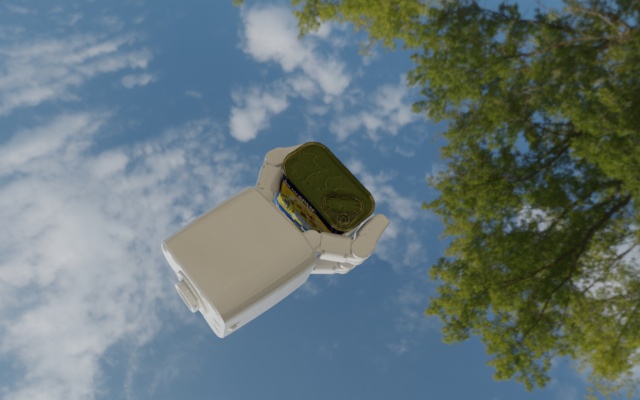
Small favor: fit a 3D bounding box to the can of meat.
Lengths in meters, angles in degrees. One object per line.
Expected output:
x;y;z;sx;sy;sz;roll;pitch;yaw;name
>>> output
0.000;0.002;0.514;0.057;0.102;0.084;-37;-13;-26;can of meat
